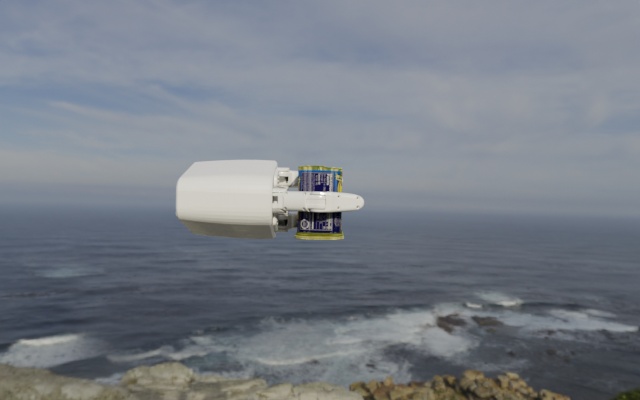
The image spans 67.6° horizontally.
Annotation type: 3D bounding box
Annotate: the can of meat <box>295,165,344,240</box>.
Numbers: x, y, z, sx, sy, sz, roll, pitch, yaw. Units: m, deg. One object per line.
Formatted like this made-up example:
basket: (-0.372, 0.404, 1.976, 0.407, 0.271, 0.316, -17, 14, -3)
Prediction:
can of meat: (0.000, 0.002, 0.583, 0.057, 0.084, 0.102, 1, 1, 2)
